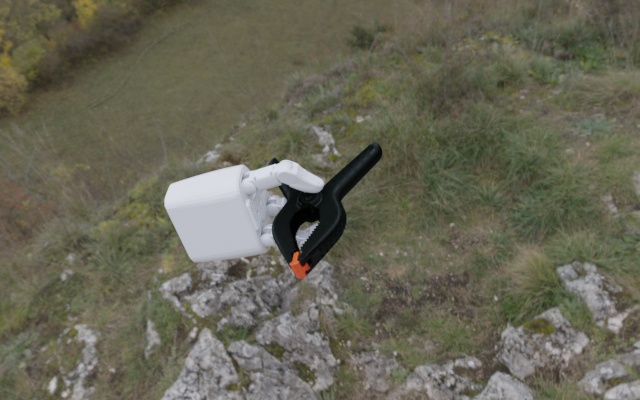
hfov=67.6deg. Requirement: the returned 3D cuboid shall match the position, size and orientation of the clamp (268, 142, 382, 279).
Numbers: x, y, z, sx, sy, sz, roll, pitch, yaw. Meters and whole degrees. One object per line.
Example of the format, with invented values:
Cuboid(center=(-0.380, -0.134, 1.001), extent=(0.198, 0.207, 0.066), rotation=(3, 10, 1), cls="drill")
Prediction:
Cuboid(center=(0.000, 0.002, 0.600), extent=(0.164, 0.209, 0.036), rotation=(-12, -48, 15), cls="clamp")
